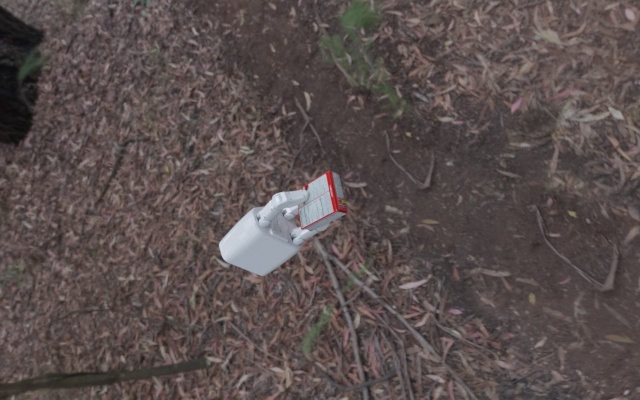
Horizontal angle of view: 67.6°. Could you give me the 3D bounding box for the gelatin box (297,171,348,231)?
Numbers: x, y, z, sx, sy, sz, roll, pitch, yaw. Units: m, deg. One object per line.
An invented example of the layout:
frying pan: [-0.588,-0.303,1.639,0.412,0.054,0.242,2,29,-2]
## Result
gelatin box: [0.000,0.002,0.802,0.030,0.073,0.089,13,-32,-43]
